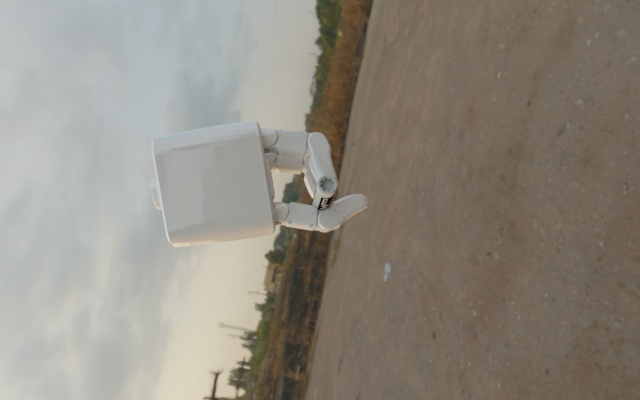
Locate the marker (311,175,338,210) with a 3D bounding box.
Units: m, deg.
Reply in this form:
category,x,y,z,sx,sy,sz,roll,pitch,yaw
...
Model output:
category,x,y,z,sx,sy,sz,roll,pitch,yaw
marker,0.000,0.002,0.495,0.020,0.020,0.121,0,-16,-7
